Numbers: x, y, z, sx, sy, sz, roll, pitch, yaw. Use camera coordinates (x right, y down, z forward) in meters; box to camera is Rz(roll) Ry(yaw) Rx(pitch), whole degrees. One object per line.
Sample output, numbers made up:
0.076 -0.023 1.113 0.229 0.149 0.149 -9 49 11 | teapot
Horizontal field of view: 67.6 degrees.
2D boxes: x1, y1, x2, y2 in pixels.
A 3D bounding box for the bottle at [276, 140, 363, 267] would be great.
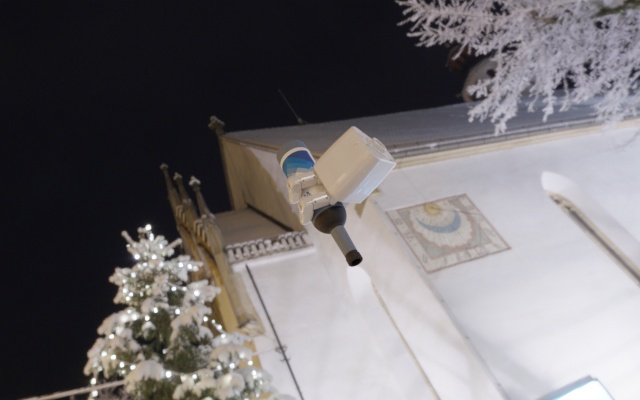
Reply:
0.000 0.003 0.897 0.069 0.069 0.295 0 44 -35 | bottle
